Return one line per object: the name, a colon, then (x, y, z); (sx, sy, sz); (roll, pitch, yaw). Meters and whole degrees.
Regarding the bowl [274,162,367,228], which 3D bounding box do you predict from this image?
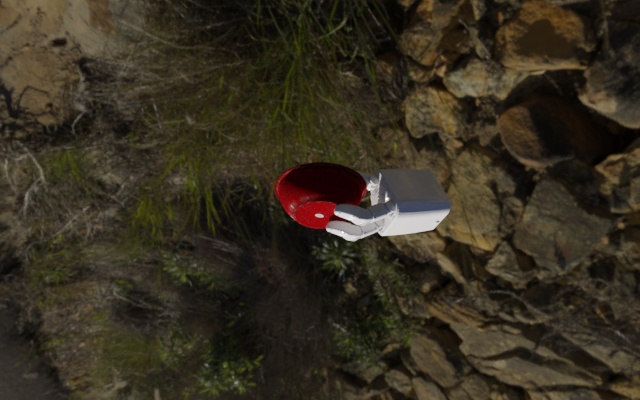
bowl: (-0.001, 0.003, 0.819); (0.162, 0.055, 0.162); (0, -32, 0)
